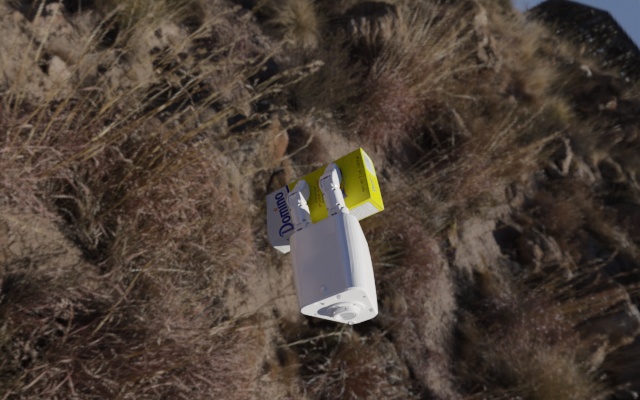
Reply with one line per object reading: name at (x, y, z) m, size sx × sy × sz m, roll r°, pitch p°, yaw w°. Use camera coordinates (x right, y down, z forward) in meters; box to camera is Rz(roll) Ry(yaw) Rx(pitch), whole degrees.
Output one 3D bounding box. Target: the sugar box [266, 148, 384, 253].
sugar box at (0.000, 0.002, 0.705) m, size 0.176 × 0.093 × 0.048 m, roll -25°, pitch -39°, yaw 22°
